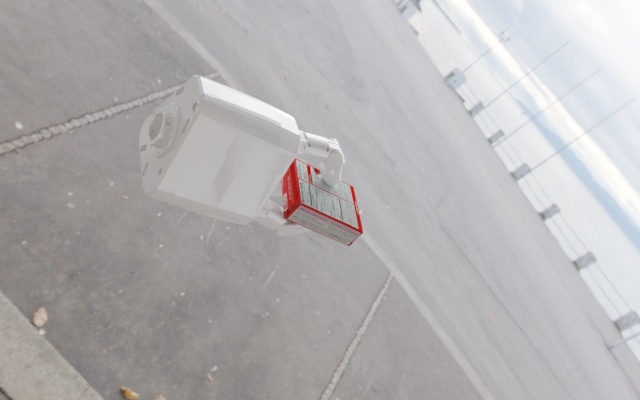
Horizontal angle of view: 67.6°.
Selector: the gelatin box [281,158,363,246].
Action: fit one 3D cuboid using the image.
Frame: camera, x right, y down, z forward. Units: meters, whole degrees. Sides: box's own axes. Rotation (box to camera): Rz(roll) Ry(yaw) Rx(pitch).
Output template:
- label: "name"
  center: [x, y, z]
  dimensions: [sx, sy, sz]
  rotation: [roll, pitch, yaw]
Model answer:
- label: "gelatin box"
  center: [0.001, 0.002, 0.520]
  dimensions: [0.089, 0.073, 0.030]
  rotation: [24, -54, -28]
